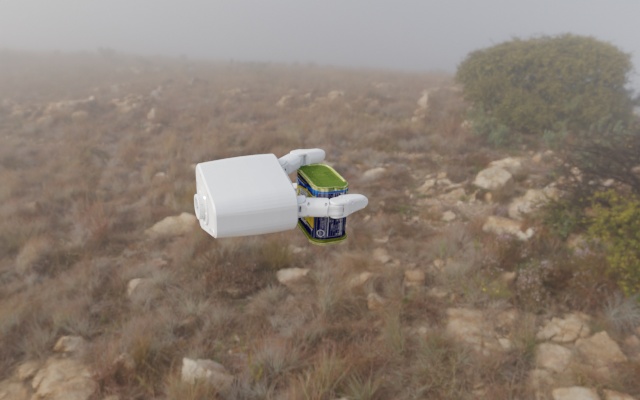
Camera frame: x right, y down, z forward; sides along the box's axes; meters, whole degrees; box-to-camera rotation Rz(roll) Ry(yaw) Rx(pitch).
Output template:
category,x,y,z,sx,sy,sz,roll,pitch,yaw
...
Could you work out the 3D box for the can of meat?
category,x,y,z,sx,sy,sz,roll,pitch,yaw
can of meat,0.000,0.002,0.679,0.057,0.084,0.102,-7,25,-20
